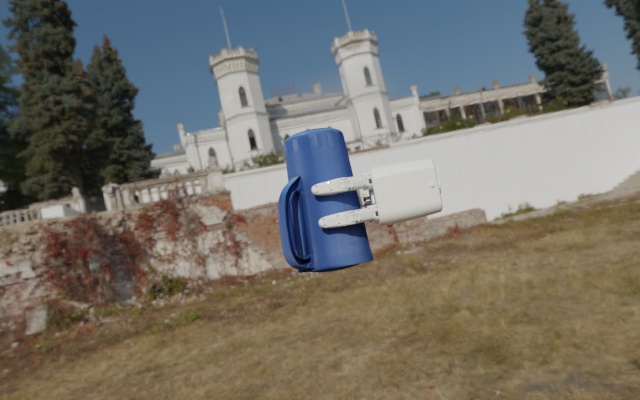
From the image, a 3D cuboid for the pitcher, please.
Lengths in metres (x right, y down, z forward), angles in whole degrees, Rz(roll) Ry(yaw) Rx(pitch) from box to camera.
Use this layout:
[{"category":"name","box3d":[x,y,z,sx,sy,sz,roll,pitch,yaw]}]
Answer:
[{"category":"pitcher","box3d":[0.000,0.003,0.831,0.145,0.243,0.149,-10,-5,1]}]
